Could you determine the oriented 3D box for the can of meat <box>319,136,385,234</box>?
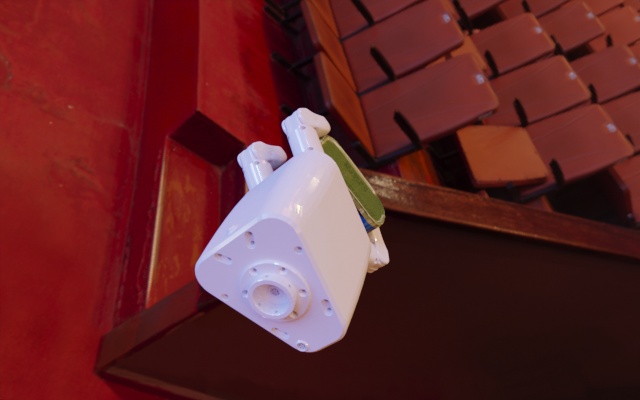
[{"bbox_3d":[0.000,0.001,0.455,0.084,0.102,0.057,-34,11,26],"label":"can of meat"}]
